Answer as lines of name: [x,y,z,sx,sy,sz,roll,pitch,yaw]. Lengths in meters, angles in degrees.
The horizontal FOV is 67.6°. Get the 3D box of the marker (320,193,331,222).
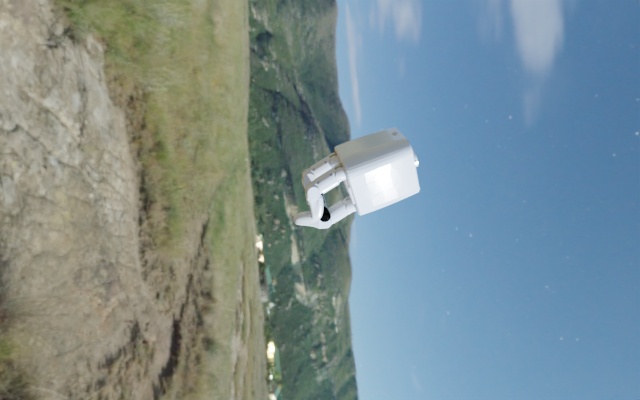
marker: [0.000,0.003,0.797,0.020,0.020,0.121,0,25,-8]
